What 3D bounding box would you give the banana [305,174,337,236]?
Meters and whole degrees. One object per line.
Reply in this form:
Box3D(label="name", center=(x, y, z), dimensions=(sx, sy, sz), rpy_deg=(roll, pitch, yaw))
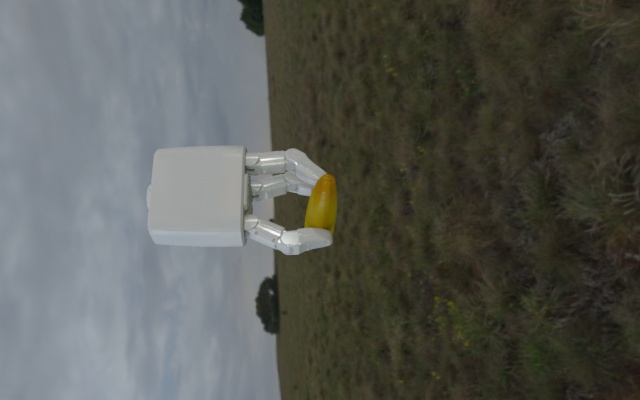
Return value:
Box3D(label="banana", center=(-0.001, 0.021, 0.597), dimensions=(0.037, 0.069, 0.198), rpy_deg=(3, -10, -1))
